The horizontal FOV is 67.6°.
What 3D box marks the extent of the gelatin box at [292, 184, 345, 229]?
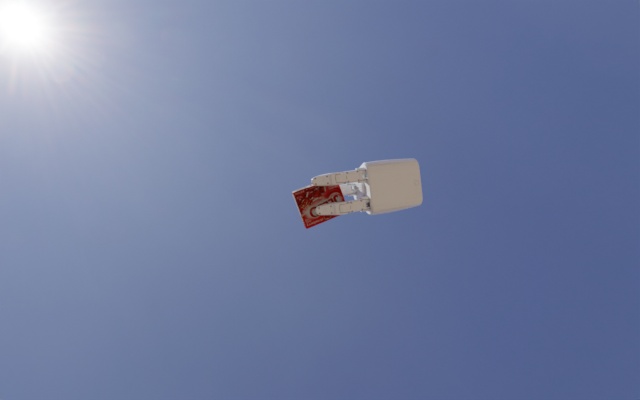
[{"bbox_3d":[0.000,0.003,0.899,0.089,0.073,0.030,-21,8,-8],"label":"gelatin box"}]
